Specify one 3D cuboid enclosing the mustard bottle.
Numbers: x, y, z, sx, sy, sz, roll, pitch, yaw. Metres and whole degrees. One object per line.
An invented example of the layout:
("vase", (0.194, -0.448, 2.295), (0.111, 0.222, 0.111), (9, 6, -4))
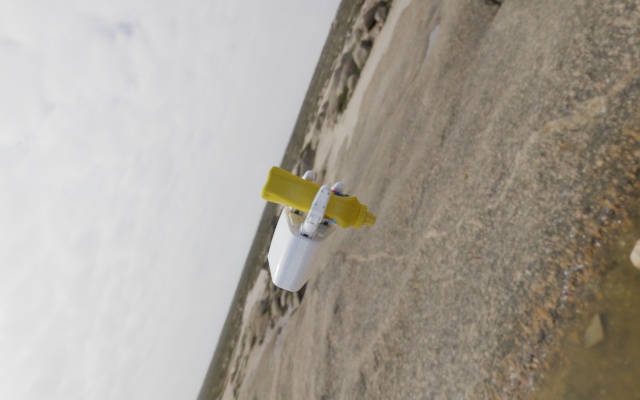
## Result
("mustard bottle", (0.000, 0.002, 0.788), (0.191, 0.058, 0.096), (21, -3, -4))
